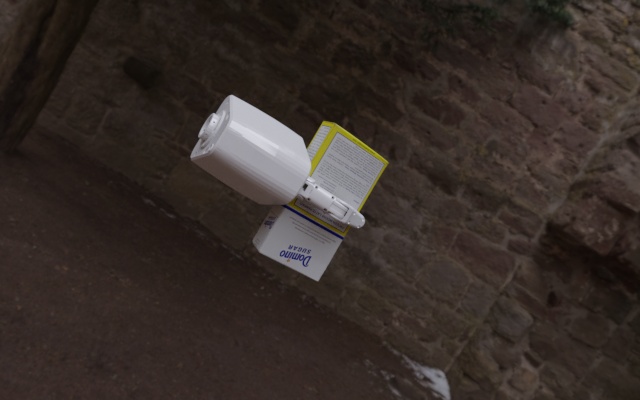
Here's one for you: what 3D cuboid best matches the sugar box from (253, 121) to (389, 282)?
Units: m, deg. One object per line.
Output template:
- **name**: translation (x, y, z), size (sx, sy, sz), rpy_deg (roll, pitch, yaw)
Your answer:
- **sugar box**: translation (0.000, 0.002, 0.590), size (0.093, 0.176, 0.048), rpy_deg (31, 3, -25)
